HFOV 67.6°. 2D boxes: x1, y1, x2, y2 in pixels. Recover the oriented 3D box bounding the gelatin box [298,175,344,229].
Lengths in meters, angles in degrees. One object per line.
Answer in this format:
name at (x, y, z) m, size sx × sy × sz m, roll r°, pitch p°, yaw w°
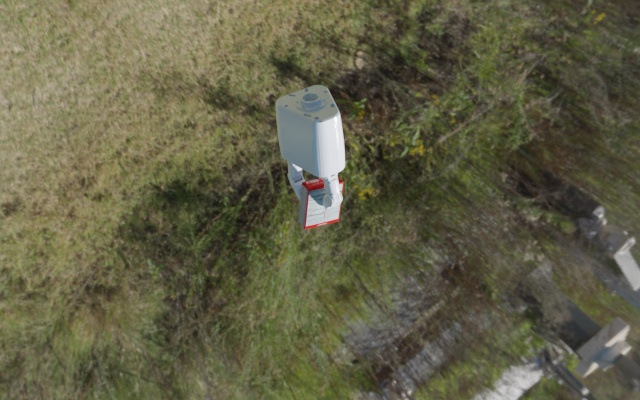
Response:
gelatin box at (0.000, 0.003, 0.863) m, size 0.073 × 0.089 × 0.030 m, roll -13°, pitch 37°, yaw -27°
